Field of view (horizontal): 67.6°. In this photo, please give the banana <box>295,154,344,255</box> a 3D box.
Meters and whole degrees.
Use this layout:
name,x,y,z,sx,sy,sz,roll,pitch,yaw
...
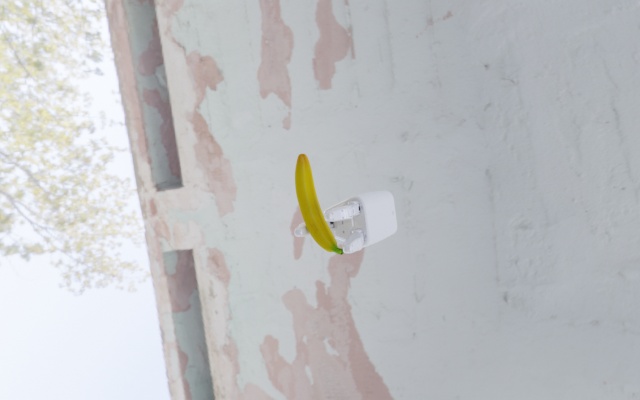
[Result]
name,x,y,z,sx,sy,sz,roll,pitch,yaw
banana,-0.009,0.013,0.871,0.037,0.197,0.070,-13,-15,-43
